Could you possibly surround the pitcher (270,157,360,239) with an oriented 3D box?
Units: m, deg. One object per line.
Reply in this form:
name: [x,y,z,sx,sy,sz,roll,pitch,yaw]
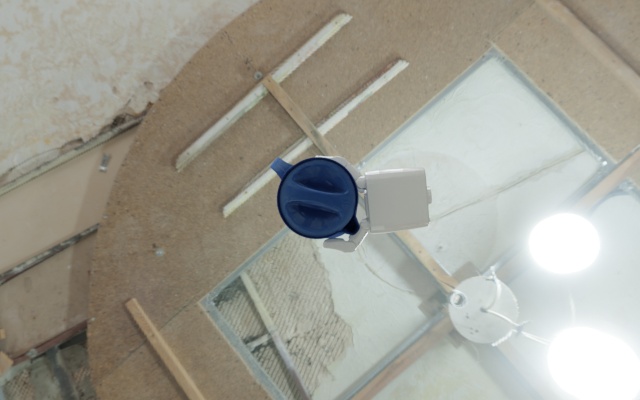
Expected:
pitcher: [0.000,0.003,0.879,0.145,0.149,0.243,-7,-8,5]
